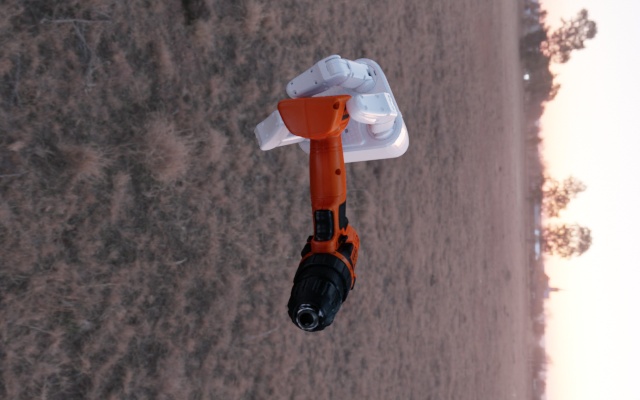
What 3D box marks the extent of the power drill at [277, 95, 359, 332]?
[{"bbox_3d":[0.000,0.001,0.432,0.057,0.188,0.184,-1,15,9],"label":"power drill"}]
